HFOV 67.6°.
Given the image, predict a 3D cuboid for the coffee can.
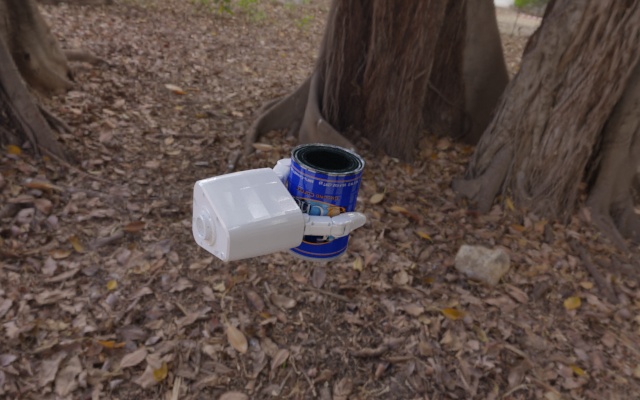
[{"bbox_3d":[0.000,0.002,0.686,0.103,0.140,0.102,8,28,-4],"label":"coffee can"}]
